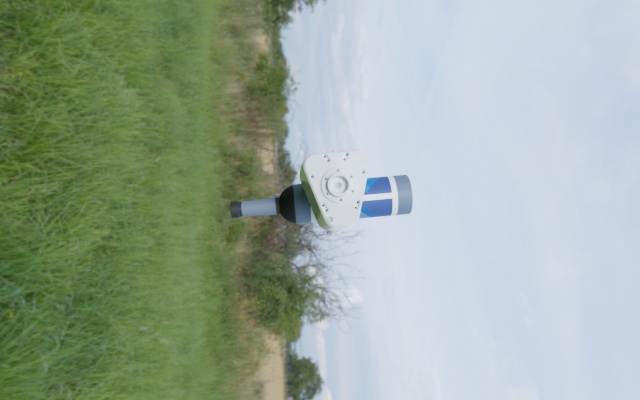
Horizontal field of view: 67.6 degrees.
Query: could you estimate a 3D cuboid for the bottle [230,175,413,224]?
[{"bbox_3d":[0.000,0.003,0.793,0.296,0.069,0.069,-5,0,-3],"label":"bottle"}]
